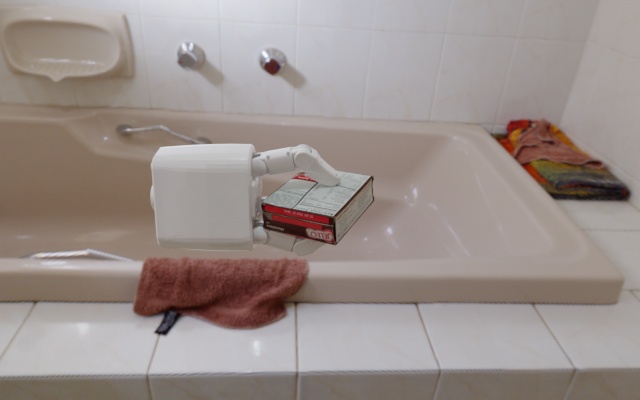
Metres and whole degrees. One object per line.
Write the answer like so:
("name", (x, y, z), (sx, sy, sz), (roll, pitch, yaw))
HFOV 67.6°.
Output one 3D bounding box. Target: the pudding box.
("pudding box", (0.000, 0.002, 0.540), (0.090, 0.039, 0.113), (12, 32, 24))
